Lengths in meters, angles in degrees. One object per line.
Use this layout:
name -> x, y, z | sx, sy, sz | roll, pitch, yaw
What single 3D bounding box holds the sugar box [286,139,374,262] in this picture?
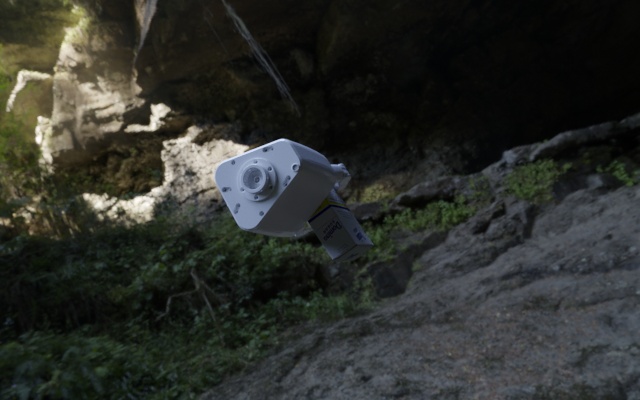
sugar box -> 0.000, 0.002, 0.666 | 0.048, 0.176, 0.093 | -35, -17, 14
